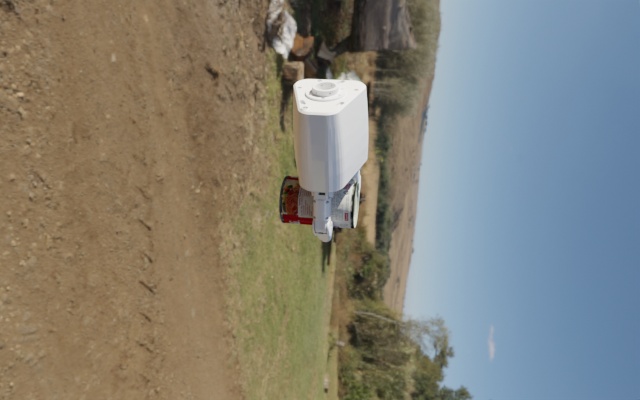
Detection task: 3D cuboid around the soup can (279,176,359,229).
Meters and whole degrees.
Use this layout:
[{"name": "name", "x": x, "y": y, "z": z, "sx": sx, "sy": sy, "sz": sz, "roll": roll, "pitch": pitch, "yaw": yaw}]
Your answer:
[{"name": "soup can", "x": 0.000, "y": 0.003, "z": 0.667, "sx": 0.102, "sy": 0.068, "sz": 0.068, "roll": 4, "pitch": 1, "yaw": 10}]
